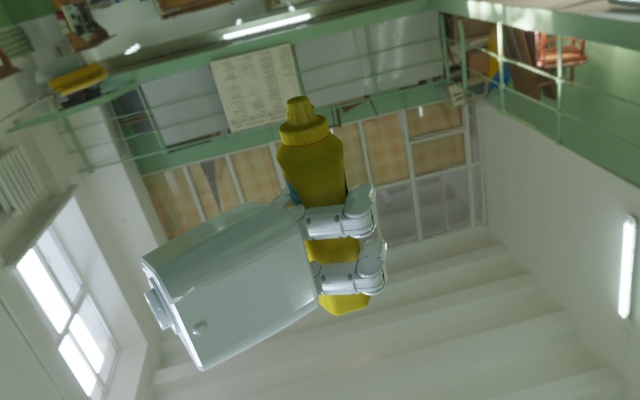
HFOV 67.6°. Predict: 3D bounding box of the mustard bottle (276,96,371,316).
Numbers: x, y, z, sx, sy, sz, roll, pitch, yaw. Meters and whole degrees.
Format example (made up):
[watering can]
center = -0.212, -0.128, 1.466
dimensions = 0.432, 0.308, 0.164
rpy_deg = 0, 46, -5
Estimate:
[mustard bottle]
center = 0.000, 0.002, 0.428
dimensions = 0.058, 0.192, 0.096
rpy_deg = -15, 27, -2
